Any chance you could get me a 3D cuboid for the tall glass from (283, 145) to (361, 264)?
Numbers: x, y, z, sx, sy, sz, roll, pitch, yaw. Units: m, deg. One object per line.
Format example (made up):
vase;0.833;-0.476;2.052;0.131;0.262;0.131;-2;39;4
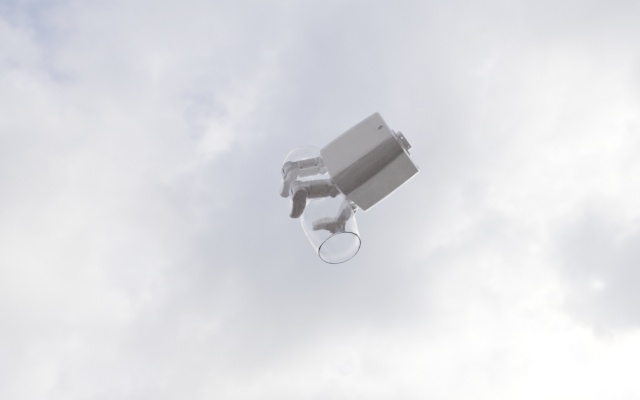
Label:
tall glass;0.000;0.002;0.722;0.079;0.079;0.201;0;40;-20
